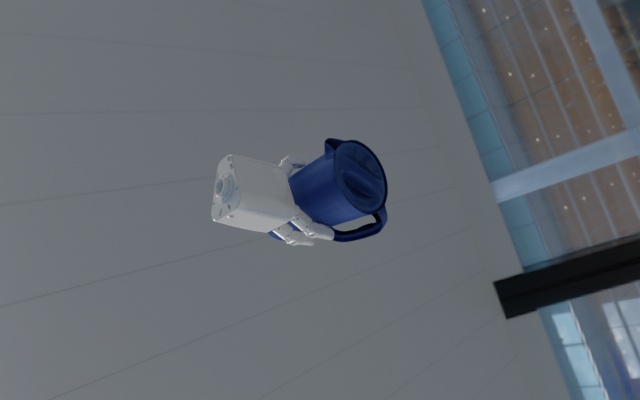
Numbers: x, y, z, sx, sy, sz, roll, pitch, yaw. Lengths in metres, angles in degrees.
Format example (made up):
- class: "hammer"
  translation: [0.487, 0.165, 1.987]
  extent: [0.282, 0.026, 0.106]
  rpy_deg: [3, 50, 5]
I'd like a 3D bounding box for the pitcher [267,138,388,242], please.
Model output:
- class: "pitcher"
  translation: [0.000, 0.003, 0.881]
  extent: [0.145, 0.149, 0.243]
  rpy_deg: [13, -27, -40]
